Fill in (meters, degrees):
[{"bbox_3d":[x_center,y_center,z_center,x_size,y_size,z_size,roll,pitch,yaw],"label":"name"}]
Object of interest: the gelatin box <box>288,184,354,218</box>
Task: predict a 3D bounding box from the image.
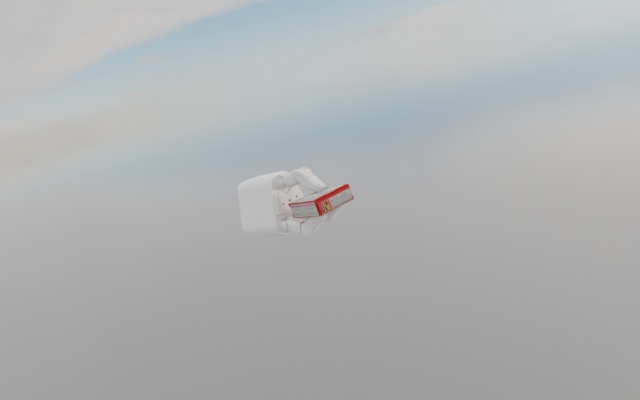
[{"bbox_3d":[0.000,0.002,0.793,0.073,0.030,0.089,-26,9,-31],"label":"gelatin box"}]
